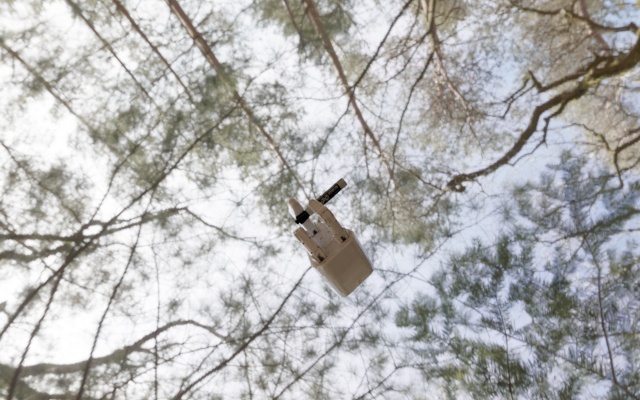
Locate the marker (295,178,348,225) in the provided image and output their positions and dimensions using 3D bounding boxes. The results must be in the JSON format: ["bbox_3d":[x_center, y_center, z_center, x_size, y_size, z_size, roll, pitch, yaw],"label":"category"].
[{"bbox_3d":[0.000,0.003,0.888,0.121,0.020,0.020,-41,8,-9],"label":"marker"}]
